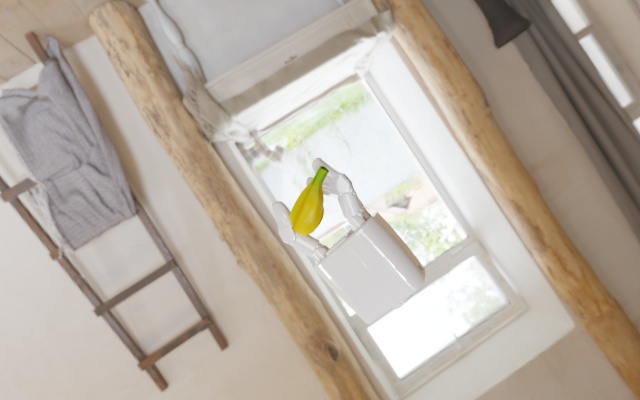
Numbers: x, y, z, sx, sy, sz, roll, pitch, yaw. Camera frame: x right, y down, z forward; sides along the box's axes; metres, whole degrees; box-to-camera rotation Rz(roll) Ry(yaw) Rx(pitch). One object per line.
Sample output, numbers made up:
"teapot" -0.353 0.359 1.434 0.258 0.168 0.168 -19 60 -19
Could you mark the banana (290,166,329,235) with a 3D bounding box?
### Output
"banana" -0.012 0.015 0.626 0.037 0.069 0.198 39 -12 5
